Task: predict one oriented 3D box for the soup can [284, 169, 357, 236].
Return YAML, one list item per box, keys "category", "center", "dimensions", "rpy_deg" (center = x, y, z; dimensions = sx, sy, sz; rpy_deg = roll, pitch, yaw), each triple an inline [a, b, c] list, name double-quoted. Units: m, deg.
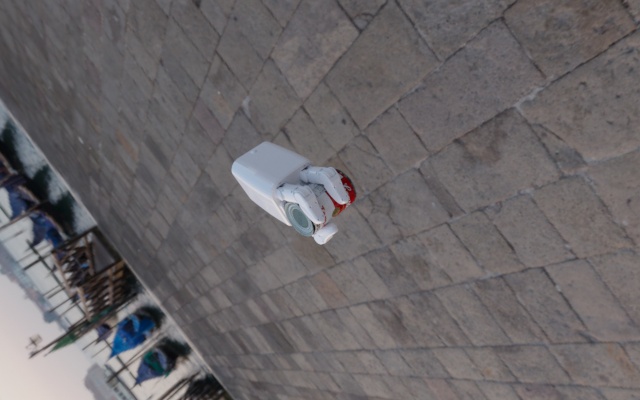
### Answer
- category: "soup can"
  center: [0.000, 0.003, 0.769]
  dimensions: [0.102, 0.068, 0.068]
  rpy_deg: [-38, 21, -30]
